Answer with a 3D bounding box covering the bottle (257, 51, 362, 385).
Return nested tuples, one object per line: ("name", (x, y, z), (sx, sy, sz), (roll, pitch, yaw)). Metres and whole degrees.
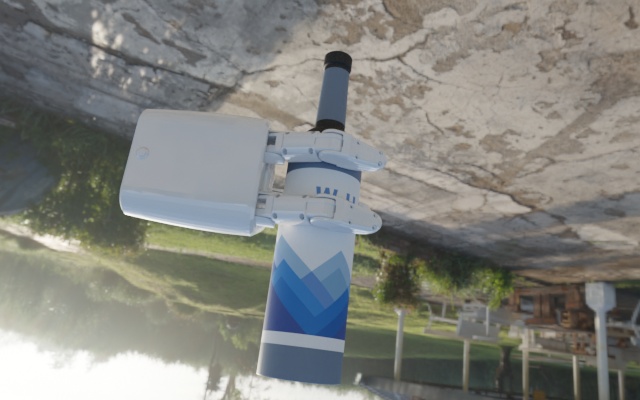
("bottle", (0.000, 0.002, 0.419), (0.069, 0.295, 0.069), (6, -18, 2))
